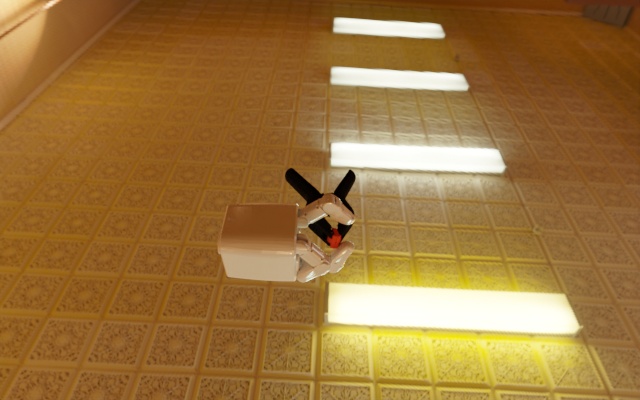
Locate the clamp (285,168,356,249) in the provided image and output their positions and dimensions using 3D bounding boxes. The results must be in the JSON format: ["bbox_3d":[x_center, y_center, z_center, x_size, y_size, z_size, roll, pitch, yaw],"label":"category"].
[{"bbox_3d":[0.000,0.003,0.760,0.120,0.039,0.171,2,39,-1],"label":"clamp"}]
